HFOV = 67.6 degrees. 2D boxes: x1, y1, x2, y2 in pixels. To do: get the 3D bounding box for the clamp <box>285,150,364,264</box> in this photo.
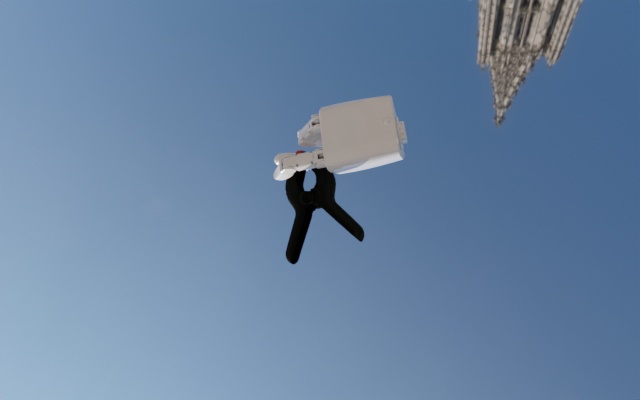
[{"bbox_3d":[0.000,0.002,0.705,0.120,0.171,0.039,-10,-17,14],"label":"clamp"}]
